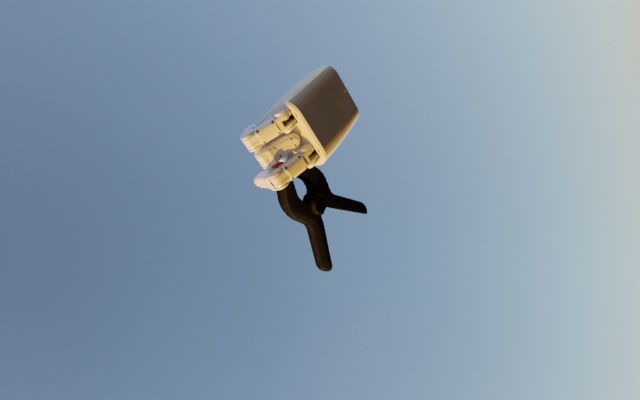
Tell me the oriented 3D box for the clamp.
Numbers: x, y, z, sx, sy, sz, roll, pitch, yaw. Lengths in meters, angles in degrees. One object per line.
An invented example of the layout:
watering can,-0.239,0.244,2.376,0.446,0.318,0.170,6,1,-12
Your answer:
clamp,0.000,0.002,0.669,0.039,0.171,0.120,0,40,45
